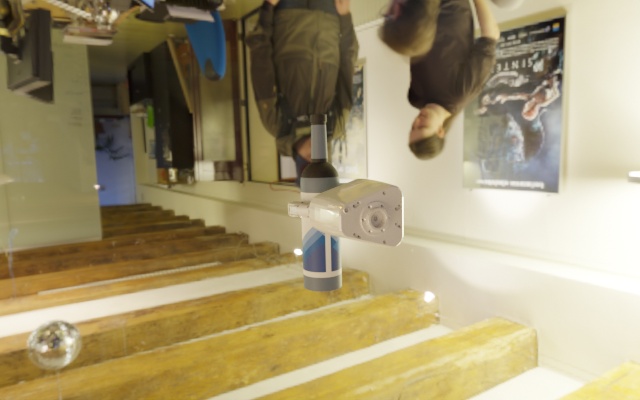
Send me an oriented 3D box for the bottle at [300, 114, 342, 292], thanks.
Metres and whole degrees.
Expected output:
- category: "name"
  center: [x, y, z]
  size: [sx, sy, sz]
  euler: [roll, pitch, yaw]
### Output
- category: "bottle"
  center: [0.000, 0.003, 0.813]
  size: [0.069, 0.296, 0.069]
  euler: [-2, 7, 0]
